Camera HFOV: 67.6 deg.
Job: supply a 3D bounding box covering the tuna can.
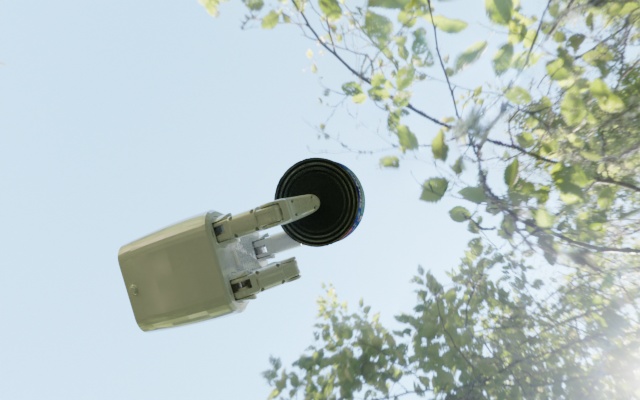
[{"bbox_3d":[0.000,0.002,0.470,0.086,0.086,0.034,0,1,19],"label":"tuna can"}]
